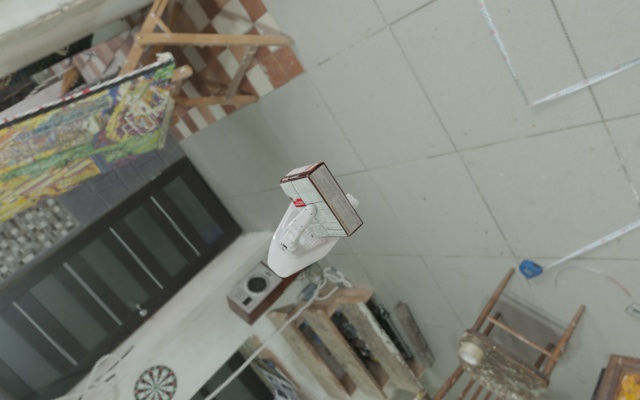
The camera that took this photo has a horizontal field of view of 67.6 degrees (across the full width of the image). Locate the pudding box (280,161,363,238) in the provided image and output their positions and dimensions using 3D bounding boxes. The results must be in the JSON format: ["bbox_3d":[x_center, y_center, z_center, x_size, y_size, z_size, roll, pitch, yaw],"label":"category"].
[{"bbox_3d":[0.000,0.002,0.706,0.039,0.113,0.090,-44,18,-28],"label":"pudding box"}]
